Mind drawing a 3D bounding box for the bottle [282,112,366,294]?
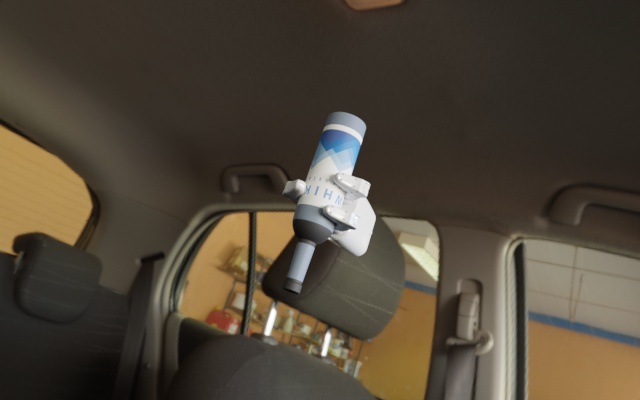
[{"bbox_3d":[0.000,0.002,0.756,0.069,0.295,0.069,17,-18,6],"label":"bottle"}]
